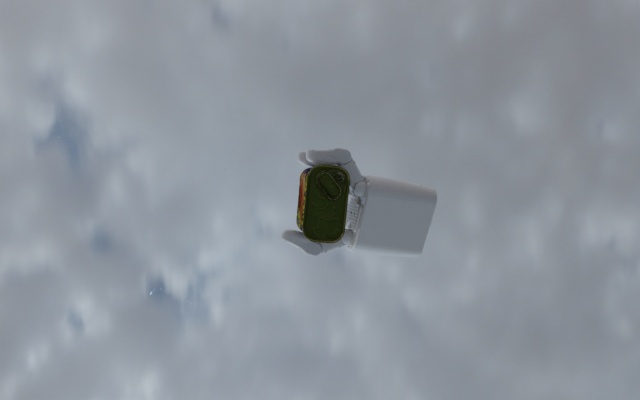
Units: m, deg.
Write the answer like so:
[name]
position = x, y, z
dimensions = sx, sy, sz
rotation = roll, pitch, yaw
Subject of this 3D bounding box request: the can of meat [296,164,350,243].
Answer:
[can of meat]
position = 0.000, 0.002, 0.659
dimensions = 0.057, 0.102, 0.084
rotation = 5, 3, -11
